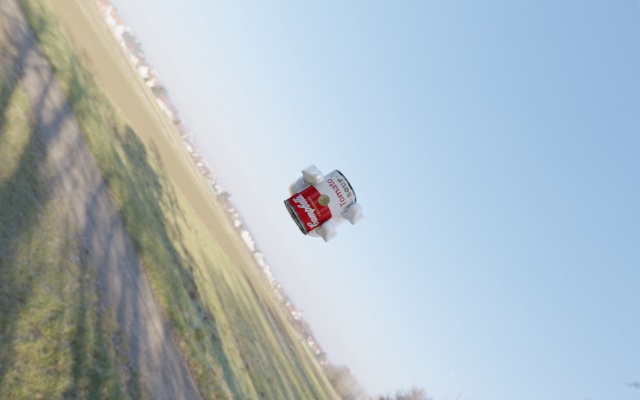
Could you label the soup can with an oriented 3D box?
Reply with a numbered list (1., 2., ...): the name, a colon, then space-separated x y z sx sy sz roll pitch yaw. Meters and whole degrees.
1. soup can: 0.000 0.002 0.784 0.102 0.068 0.068 -32 7 -11
